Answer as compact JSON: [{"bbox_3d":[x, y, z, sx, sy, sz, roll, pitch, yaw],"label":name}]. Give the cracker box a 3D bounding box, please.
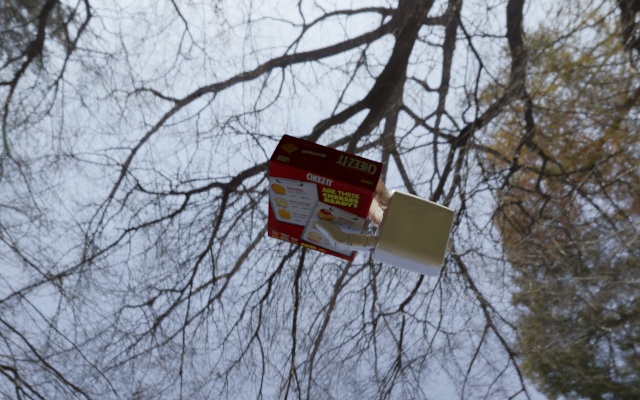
[{"bbox_3d":[0.000,0.003,0.794,0.164,0.072,0.214,17,-36,5],"label":"cracker box"}]
